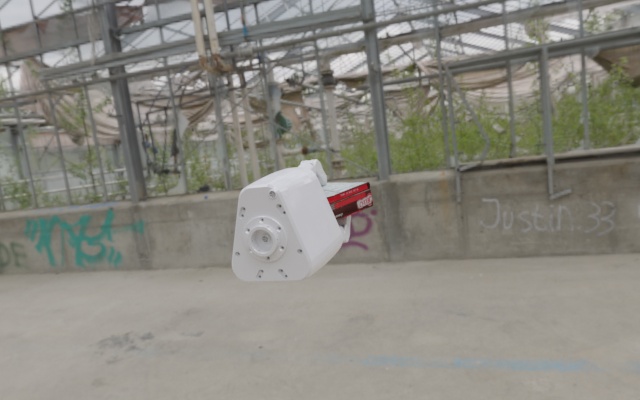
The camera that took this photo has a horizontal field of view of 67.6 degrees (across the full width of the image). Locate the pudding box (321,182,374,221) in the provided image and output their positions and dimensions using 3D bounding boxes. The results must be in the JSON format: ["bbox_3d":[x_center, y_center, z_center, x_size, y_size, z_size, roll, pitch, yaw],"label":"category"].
[{"bbox_3d":[0.000,0.002,0.642,0.090,0.039,0.113,-19,15,-41],"label":"pudding box"}]
